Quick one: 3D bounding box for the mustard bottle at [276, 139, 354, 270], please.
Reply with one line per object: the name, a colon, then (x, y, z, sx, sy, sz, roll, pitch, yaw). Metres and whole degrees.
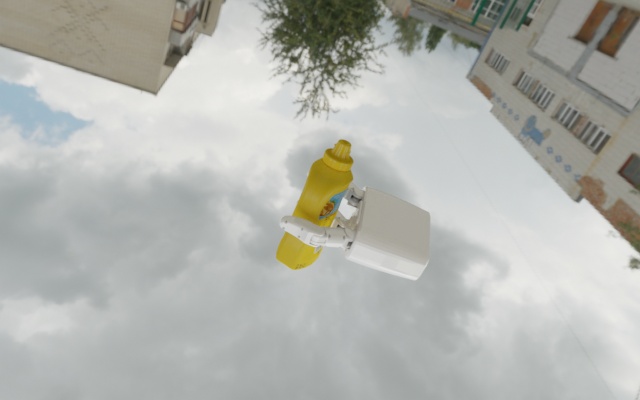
mustard bottle: (0.000, 0.002, 0.666, 0.058, 0.192, 0.096, 32, 29, 15)
